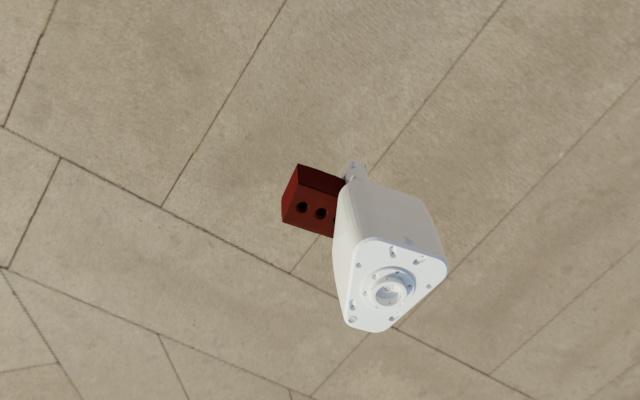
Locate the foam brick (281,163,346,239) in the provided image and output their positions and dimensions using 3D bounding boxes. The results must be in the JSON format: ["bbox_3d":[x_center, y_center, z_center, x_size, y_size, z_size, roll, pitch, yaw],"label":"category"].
[{"bbox_3d":[0.000,0.002,0.536,0.078,0.053,0.051,18,28,-13],"label":"foam brick"}]
